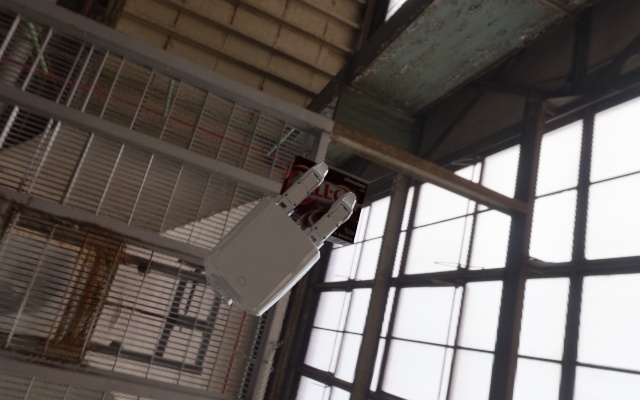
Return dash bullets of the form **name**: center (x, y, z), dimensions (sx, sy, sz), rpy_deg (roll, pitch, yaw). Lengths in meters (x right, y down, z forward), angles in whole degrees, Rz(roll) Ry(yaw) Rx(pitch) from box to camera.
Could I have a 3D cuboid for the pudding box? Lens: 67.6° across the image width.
- **pudding box**: center (0.000, 0.002, 0.644), dimensions (0.113, 0.090, 0.039), rpy_deg (22, -20, -18)
